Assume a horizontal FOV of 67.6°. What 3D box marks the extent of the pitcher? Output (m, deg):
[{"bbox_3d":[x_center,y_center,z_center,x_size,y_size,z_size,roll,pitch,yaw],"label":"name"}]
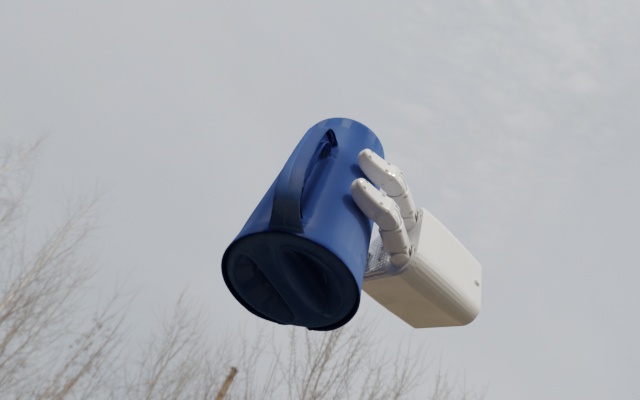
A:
[{"bbox_3d":[0.000,0.002,0.515,0.149,0.145,0.242,-36,20,37],"label":"pitcher"}]
